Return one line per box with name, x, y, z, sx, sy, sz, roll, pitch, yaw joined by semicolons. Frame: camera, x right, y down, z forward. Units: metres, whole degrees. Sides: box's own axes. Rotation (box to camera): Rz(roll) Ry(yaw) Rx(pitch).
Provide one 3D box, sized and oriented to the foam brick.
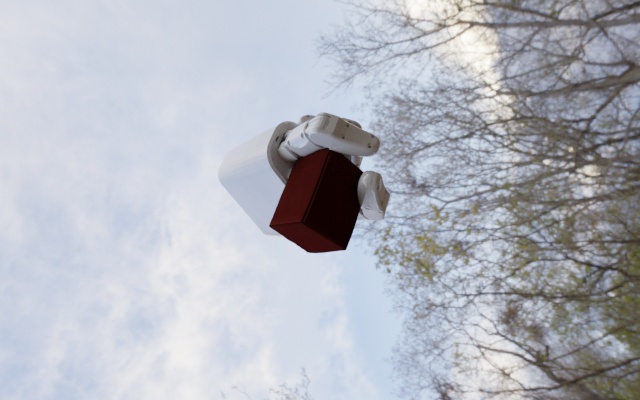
foam brick;0.000;0.002;0.423;0.053;0.078;0.051;37;-30;-30
